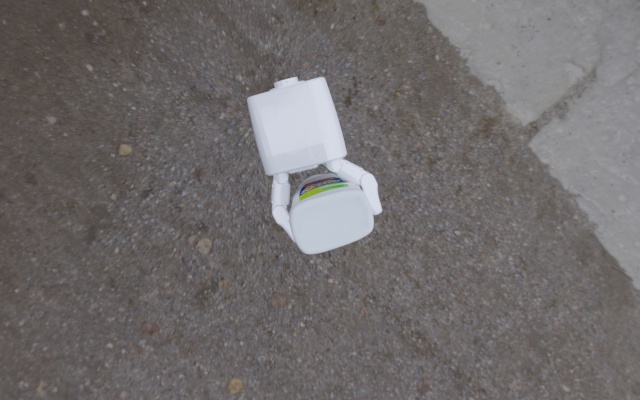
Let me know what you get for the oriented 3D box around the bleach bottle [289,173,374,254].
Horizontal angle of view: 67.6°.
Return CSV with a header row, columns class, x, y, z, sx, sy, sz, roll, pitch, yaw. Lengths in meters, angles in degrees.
class,x,y,z,sx,sy,sz,roll,pitch,yaw
bleach bottle,0.000,0.002,0.679,0.102,0.068,0.250,-17,12,-4
